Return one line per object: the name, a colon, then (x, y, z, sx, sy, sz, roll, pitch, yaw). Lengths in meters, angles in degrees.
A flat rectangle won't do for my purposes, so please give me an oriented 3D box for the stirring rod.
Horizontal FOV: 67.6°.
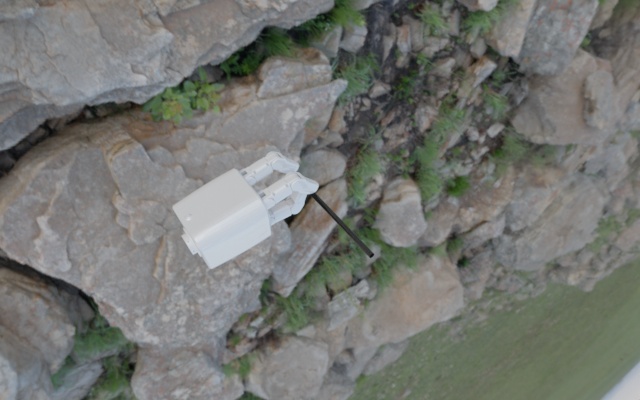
stirring rod: (0.000, 0.002, 0.699, 0.011, 0.011, 0.239, 0, 36, -44)
